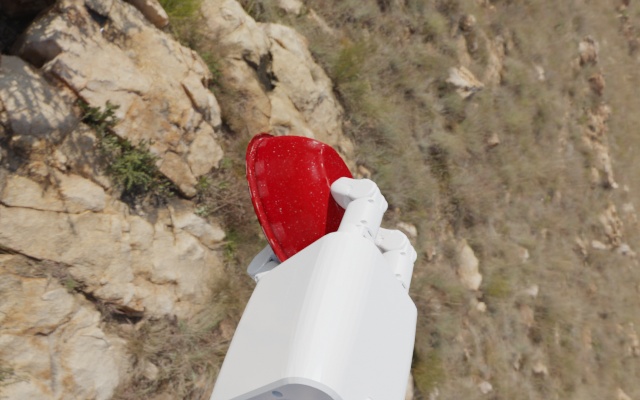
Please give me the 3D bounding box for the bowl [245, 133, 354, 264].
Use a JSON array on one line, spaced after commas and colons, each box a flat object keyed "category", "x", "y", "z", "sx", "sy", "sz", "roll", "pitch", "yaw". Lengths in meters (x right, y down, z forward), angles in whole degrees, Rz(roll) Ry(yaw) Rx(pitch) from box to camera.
[{"category": "bowl", "x": 0.000, "y": 0.000, "z": 0.439, "sx": 0.055, "sy": 0.162, "sz": 0.162, "roll": -24, "pitch": -8, "yaw": 18}]
